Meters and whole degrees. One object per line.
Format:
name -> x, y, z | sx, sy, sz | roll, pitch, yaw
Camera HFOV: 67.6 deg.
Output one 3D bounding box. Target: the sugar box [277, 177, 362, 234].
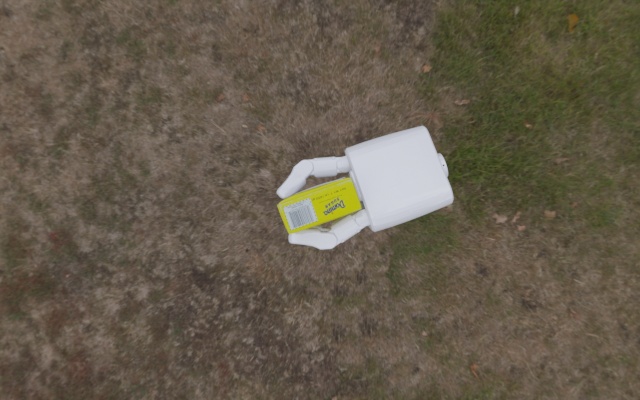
sugar box -> 0.000, 0.003, 0.634 | 0.093, 0.048, 0.176 | -19, 0, 2
